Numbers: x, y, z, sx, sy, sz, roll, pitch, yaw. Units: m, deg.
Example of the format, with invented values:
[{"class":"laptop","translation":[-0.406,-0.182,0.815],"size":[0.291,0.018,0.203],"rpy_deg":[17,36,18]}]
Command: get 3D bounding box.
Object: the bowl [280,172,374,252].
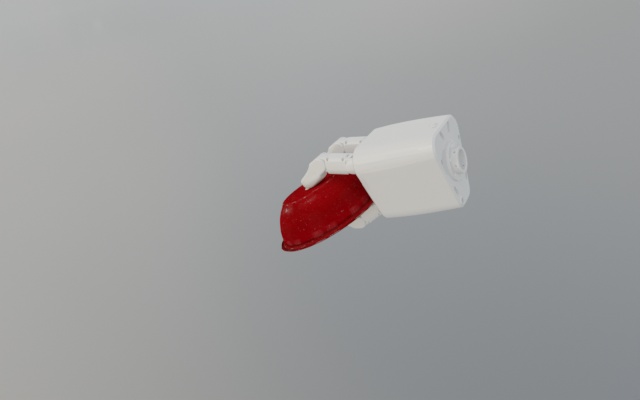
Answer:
[{"class":"bowl","translation":[-0.001,0.002,0.667],"size":[0.162,0.055,0.162],"rpy_deg":[-31,13,8]}]
